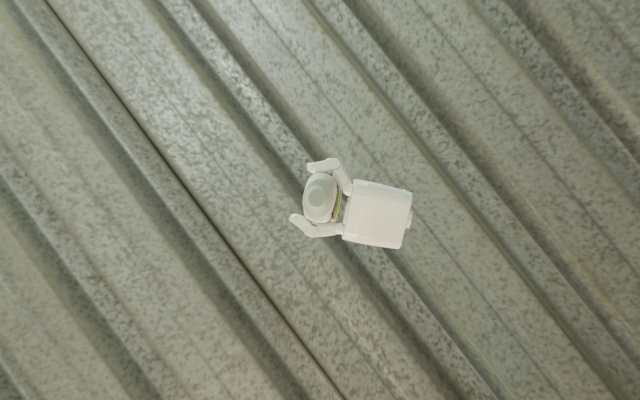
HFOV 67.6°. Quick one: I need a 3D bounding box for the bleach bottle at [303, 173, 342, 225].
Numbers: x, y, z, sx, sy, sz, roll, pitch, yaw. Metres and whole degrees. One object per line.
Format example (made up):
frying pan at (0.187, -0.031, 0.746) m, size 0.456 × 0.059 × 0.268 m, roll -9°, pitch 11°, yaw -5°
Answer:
bleach bottle at (0.000, 0.003, 0.866) m, size 0.068 × 0.102 × 0.251 m, roll 12°, pitch 1°, yaw 3°
